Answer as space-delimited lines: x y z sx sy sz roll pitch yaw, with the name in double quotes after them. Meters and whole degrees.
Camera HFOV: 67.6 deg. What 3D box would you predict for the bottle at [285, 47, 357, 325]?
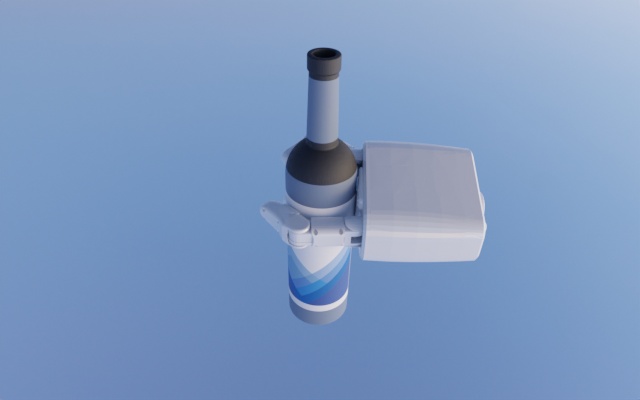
0.000 0.002 0.462 0.069 0.296 0.069 1 38 -1 "bottle"
